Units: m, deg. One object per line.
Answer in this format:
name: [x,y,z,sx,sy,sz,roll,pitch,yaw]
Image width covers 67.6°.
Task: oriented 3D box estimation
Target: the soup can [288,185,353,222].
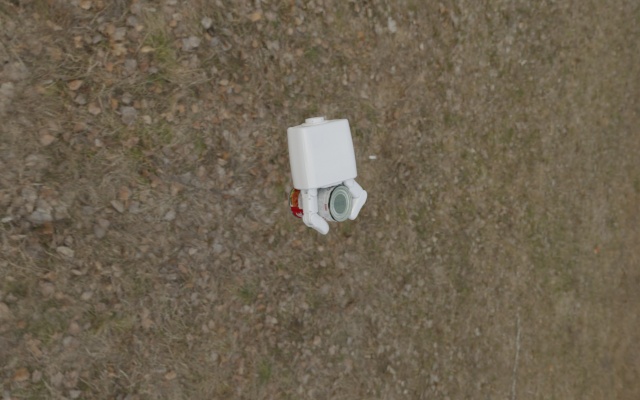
soup can: [0.000,0.003,0.881,0.102,0.068,0.068,4,2,41]
